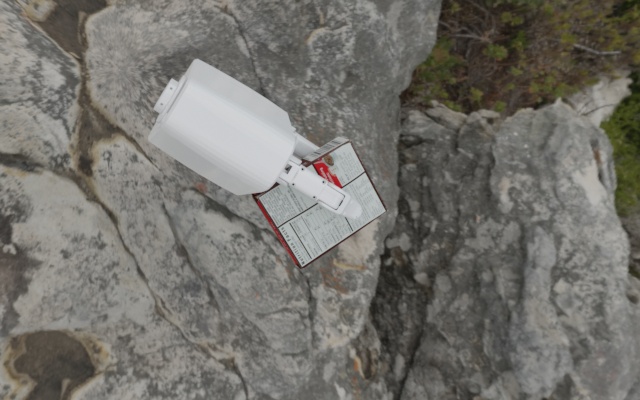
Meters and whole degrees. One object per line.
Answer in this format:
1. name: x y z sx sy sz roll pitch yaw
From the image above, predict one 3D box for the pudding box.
1. pudding box: 0.000 0.002 0.486 0.113 0.090 0.039 -32 18 -8
